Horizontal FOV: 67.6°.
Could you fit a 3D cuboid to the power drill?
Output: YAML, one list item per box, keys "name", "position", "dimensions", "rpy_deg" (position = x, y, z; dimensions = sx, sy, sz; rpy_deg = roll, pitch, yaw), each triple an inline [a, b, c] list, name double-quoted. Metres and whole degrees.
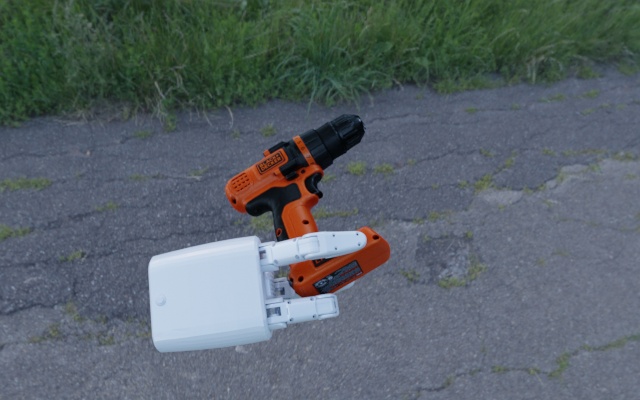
- name: "power drill"
  position: [0.000, 0.002, 0.531]
  dimensions: [0.184, 0.187, 0.057]
  rpy_deg: [-32, -36, 2]
